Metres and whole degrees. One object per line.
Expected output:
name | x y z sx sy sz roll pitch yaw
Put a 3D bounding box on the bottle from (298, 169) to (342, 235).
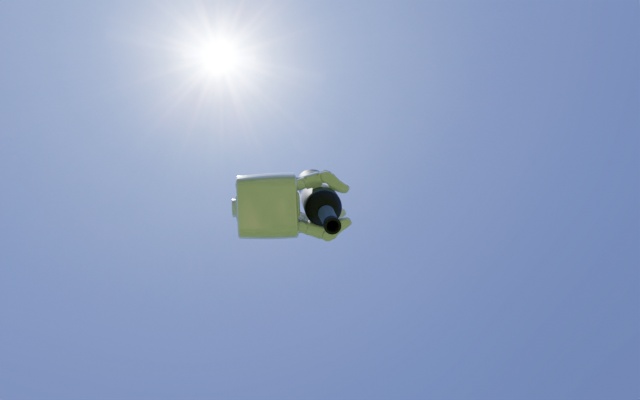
bottle | 0.000 0.003 0.874 0.069 0.069 0.295 0 15 -8
